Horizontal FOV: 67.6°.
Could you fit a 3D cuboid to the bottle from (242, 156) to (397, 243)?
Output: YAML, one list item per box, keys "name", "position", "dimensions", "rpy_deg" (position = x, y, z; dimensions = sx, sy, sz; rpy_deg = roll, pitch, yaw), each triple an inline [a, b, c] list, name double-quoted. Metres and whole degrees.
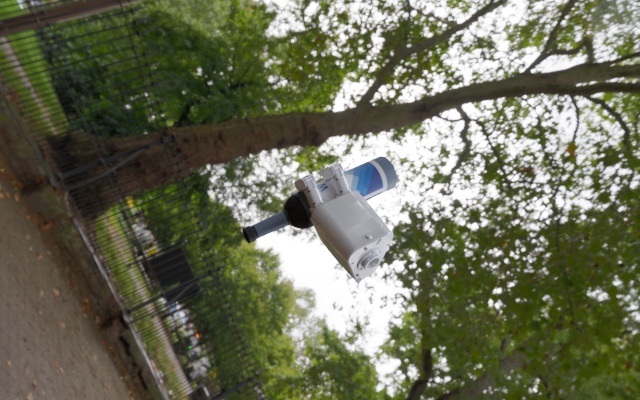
- name: "bottle"
  position: [0.000, 0.003, 0.846]
  dimensions: [0.295, 0.069, 0.069]
  rpy_deg: [-24, 10, -22]
